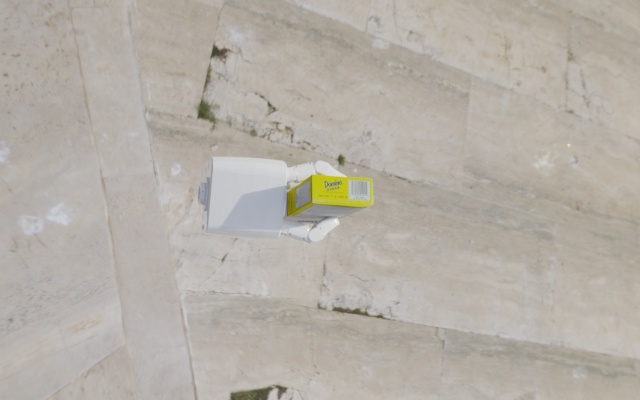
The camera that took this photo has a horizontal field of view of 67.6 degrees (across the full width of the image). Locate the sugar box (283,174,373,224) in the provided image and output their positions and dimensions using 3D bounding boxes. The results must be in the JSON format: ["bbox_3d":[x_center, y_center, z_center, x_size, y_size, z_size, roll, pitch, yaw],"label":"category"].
[{"bbox_3d":[0.000,0.002,0.724,0.093,0.048,0.176,4,-10,-21],"label":"sugar box"}]
